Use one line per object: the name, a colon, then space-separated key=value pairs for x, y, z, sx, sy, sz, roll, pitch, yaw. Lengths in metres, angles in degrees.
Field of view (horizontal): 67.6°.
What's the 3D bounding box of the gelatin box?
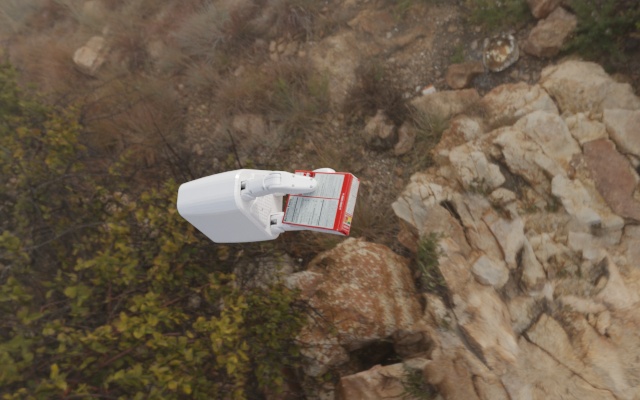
gelatin box: x=0.000 y=0.002 z=0.605 sx=0.089 sy=0.073 sz=0.030 roll=5 pitch=-14 yaw=34
